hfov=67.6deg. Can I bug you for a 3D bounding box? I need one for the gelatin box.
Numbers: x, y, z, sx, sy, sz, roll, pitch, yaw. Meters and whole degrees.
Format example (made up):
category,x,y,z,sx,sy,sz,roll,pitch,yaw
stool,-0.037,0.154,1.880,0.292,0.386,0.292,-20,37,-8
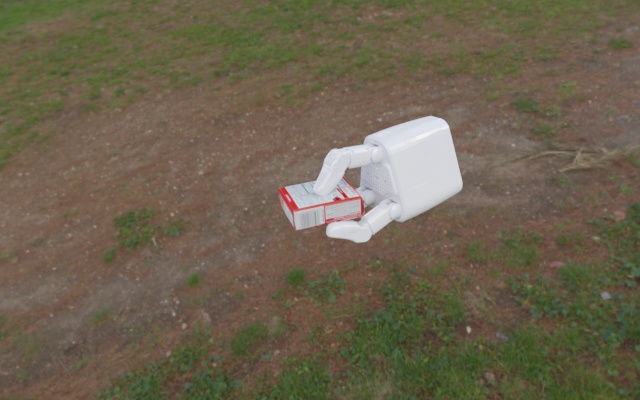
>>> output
category,x,y,z,sx,sy,sz,roll,pitch,yaw
gelatin box,0.000,0.002,0.592,0.089,0.030,0.073,-12,27,-14
